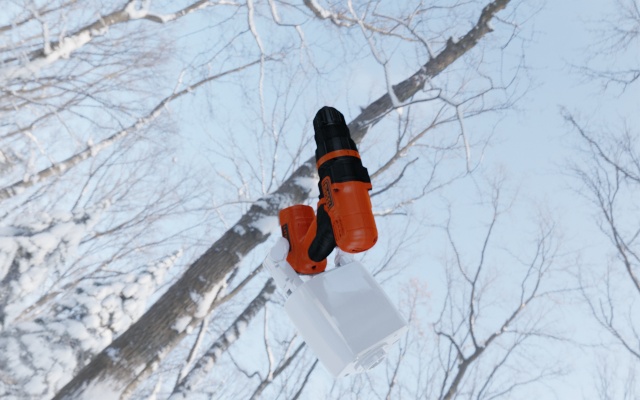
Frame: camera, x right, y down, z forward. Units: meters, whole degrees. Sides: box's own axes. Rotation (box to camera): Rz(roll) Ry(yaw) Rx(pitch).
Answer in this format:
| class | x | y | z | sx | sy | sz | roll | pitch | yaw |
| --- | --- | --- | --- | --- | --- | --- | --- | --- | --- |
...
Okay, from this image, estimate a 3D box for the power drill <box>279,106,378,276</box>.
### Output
| class | x | y | z | sx | sy | sz | roll | pitch | yaw |
| --- | --- | --- | --- | --- | --- | --- | --- | --- | --- |
| power drill | 0.000 | 0.002 | 0.599 | 0.057 | 0.184 | 0.188 | 0 | -27 | -21 |
